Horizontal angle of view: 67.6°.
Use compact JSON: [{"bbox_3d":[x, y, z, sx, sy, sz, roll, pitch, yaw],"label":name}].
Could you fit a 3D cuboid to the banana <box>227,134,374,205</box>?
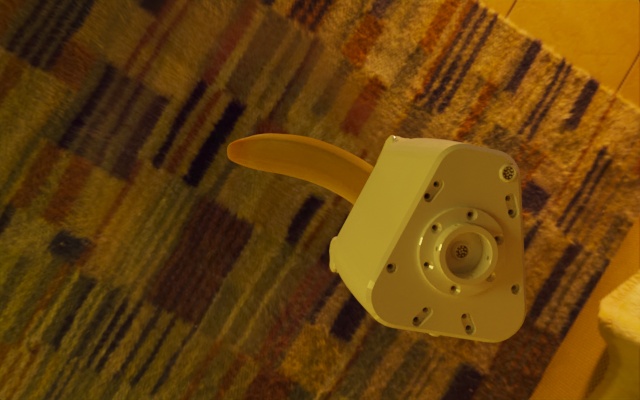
[{"bbox_3d":[0.014,-0.012,0.428,0.198,0.069,0.037,36,5,-10],"label":"banana"}]
